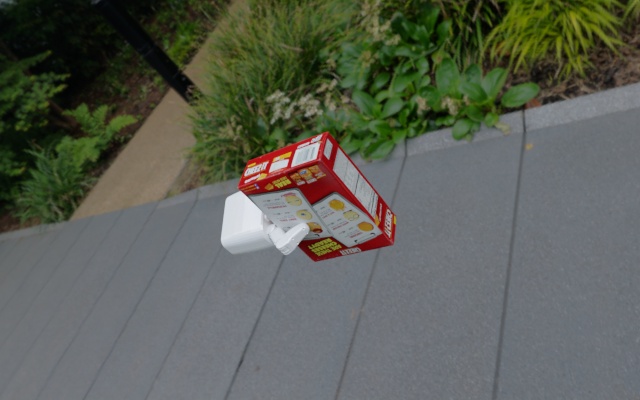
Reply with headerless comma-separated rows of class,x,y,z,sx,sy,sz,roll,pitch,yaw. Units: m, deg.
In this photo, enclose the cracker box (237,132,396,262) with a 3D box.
cracker box,0.000,0.003,0.770,0.164,0.072,0.214,-16,-48,33
